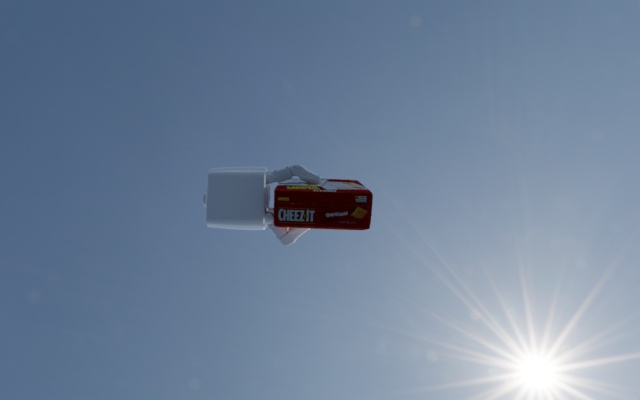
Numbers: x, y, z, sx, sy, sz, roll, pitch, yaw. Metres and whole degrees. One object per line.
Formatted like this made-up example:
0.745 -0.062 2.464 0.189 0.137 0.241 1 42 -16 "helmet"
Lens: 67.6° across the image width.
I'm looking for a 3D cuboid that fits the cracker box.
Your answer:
0.000 0.003 0.888 0.164 0.072 0.213 1 8 -2 "cracker box"
